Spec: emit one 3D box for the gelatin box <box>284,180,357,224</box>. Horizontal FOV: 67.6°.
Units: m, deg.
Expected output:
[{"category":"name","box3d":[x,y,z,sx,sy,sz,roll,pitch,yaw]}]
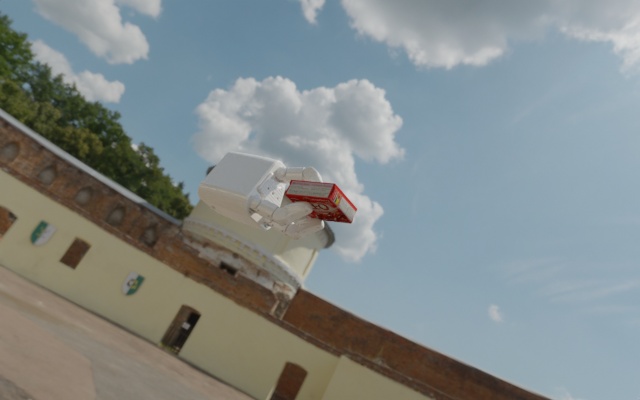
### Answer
[{"category":"gelatin box","box3d":[0.001,0.002,0.726,0.089,0.030,0.073,6,-29,38]}]
